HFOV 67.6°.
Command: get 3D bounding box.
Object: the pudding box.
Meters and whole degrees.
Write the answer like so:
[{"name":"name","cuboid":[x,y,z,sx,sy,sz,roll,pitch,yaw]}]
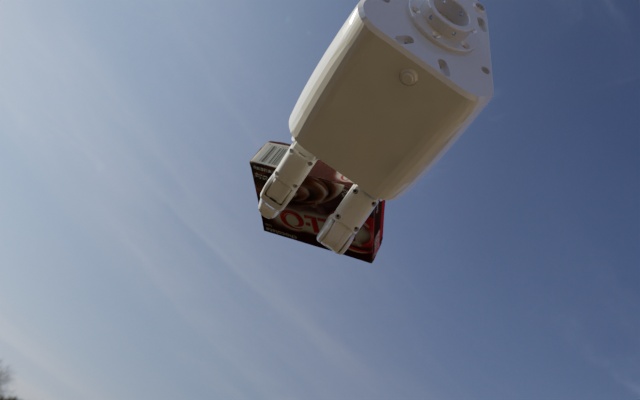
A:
[{"name":"pudding box","cuboid":[0.000,0.001,0.419,0.113,0.090,0.039,17,48,20]}]
